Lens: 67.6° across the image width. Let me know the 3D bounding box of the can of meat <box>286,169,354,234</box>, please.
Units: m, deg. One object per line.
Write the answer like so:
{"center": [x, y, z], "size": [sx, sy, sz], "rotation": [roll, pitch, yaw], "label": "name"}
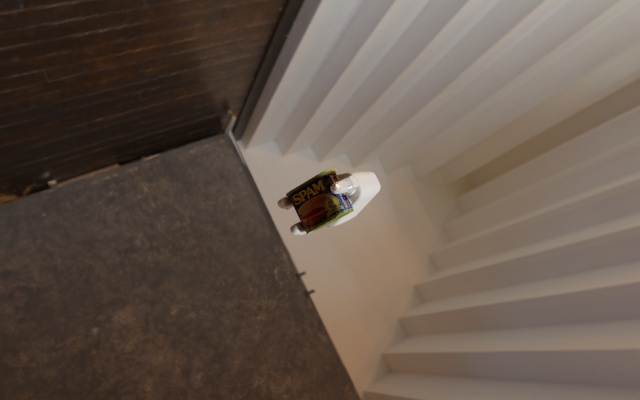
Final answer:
{"center": [0.000, 0.003, 0.868], "size": [0.102, 0.084, 0.057], "rotation": [-29, -7, 26], "label": "can of meat"}
